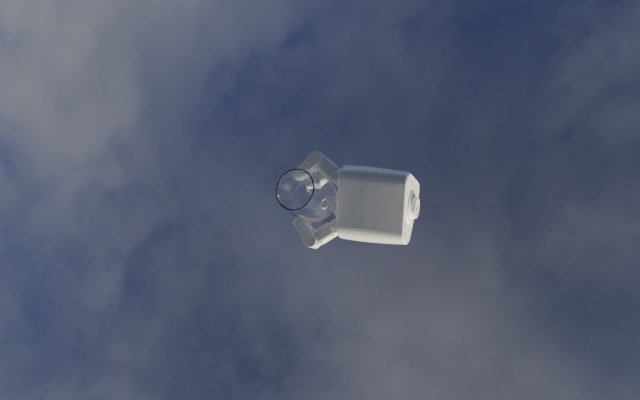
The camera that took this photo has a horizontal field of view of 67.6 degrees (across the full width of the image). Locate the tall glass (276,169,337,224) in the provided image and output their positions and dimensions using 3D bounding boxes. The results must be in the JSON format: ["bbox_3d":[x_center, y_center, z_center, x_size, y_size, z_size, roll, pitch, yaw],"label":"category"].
[{"bbox_3d":[0.000,0.003,0.772,0.079,0.079,0.201,0,-11,23],"label":"tall glass"}]
